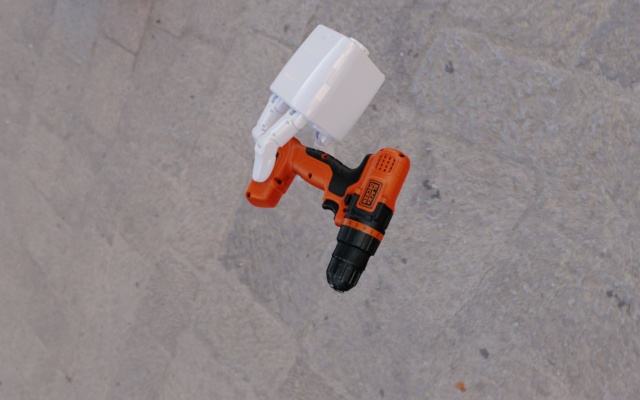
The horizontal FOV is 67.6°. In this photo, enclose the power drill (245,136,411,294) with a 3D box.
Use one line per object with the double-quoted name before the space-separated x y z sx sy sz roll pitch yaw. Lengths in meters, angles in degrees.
"power drill" 0.000 0.002 0.604 0.187 0.184 0.057 21 -10 25
